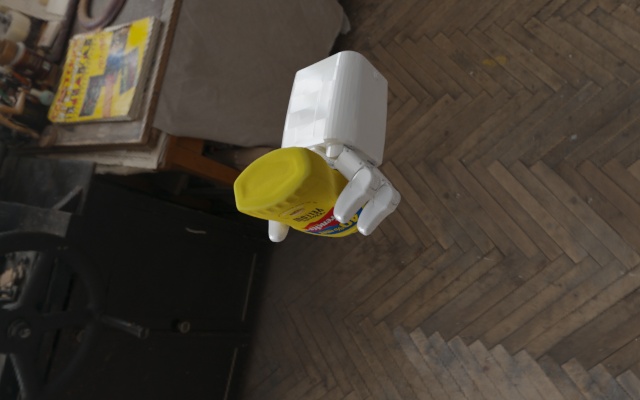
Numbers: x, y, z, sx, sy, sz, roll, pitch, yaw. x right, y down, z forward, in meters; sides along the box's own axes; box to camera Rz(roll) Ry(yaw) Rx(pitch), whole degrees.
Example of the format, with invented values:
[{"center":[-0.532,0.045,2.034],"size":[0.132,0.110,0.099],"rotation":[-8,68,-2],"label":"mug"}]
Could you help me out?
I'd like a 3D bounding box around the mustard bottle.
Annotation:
[{"center":[0.000,0.002,0.536],"size":[0.096,0.058,0.192],"rotation":[-26,-27,25],"label":"mustard bottle"}]
